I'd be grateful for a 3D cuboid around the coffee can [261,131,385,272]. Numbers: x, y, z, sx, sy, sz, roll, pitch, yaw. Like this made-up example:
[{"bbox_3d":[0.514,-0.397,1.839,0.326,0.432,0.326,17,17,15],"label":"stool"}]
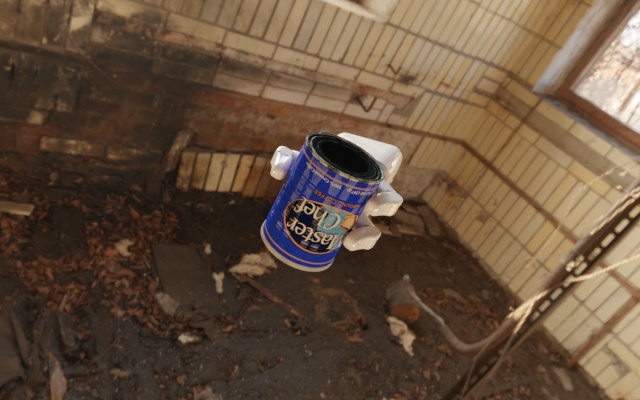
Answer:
[{"bbox_3d":[0.000,0.002,0.586,0.103,0.140,0.102,22,28,-13],"label":"coffee can"}]
